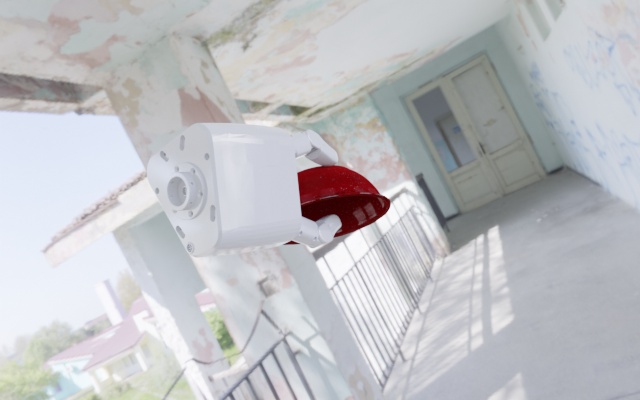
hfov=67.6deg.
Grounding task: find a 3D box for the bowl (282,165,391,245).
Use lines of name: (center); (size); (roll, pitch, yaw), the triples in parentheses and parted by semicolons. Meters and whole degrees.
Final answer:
bowl: (0.001, 0.002, 0.577); (0.162, 0.055, 0.162); (-12, -20, -4)
